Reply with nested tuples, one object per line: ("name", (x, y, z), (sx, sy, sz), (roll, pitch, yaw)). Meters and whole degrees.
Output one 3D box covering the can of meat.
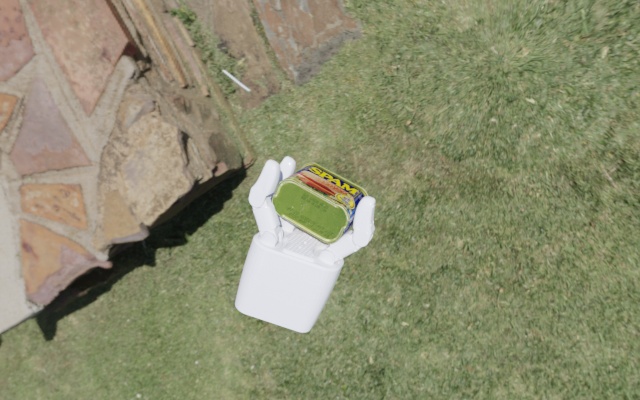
("can of meat", (0.000, 0.002, 0.595), (0.102, 0.057, 0.084), (29, 24, 11))
